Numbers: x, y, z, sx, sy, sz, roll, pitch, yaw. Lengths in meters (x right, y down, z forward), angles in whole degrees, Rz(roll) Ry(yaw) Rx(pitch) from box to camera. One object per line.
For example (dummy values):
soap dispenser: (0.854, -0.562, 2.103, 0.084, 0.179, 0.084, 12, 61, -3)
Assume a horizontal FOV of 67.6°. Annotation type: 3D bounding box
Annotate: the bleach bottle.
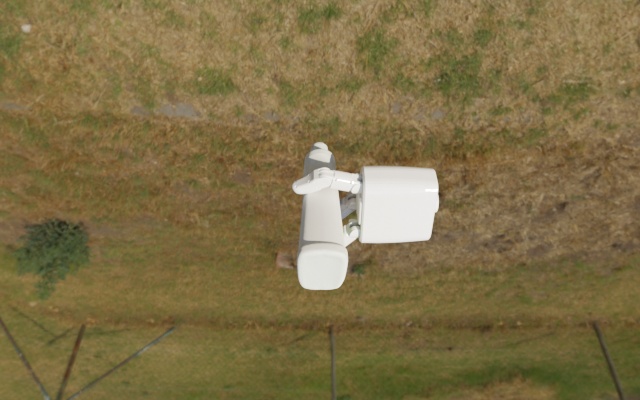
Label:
bleach bottle: (0.000, 0.002, 0.720, 0.068, 0.250, 0.103, 1, -40, -2)
